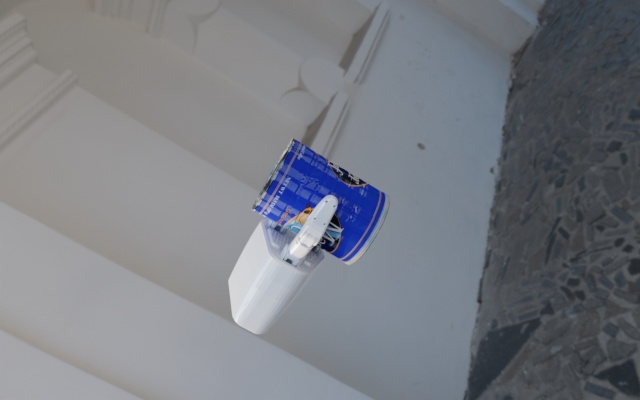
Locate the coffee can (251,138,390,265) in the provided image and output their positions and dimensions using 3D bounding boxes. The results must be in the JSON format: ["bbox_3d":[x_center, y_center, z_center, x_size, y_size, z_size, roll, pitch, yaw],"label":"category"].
[{"bbox_3d":[0.000,0.002,0.596,0.140,0.103,0.103,30,-5,-9],"label":"coffee can"}]
